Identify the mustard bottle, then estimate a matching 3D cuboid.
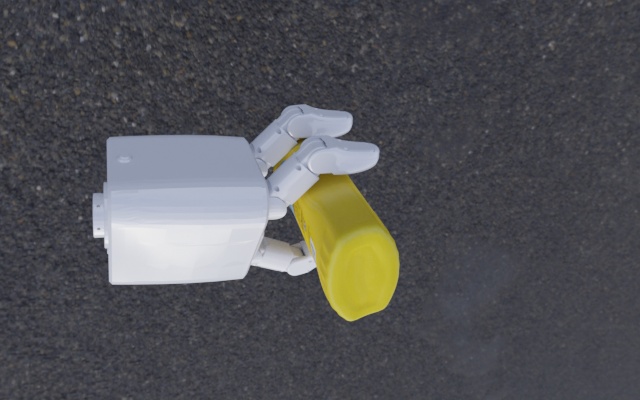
[{"bbox_3d":[0.000,0.001,0.407,0.058,0.096,0.191,-19,41,-9],"label":"mustard bottle"}]
